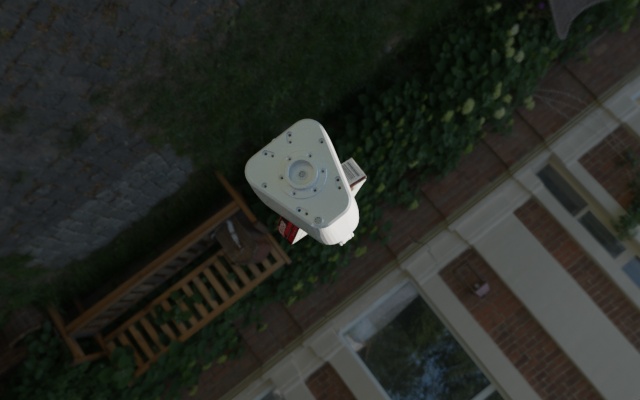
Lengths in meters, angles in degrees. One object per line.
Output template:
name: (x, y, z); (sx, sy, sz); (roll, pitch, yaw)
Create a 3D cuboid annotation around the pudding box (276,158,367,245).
pudding box: (0.000, 0.002, 0.638); (0.113, 0.039, 0.090); (-30, -16, -29)
